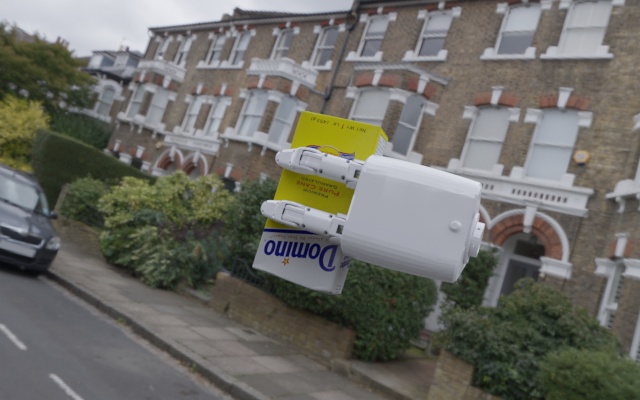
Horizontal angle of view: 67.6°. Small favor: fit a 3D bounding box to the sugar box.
[{"bbox_3d":[0.000,0.001,0.502,0.093,0.176,0.048,15,-7,21],"label":"sugar box"}]
